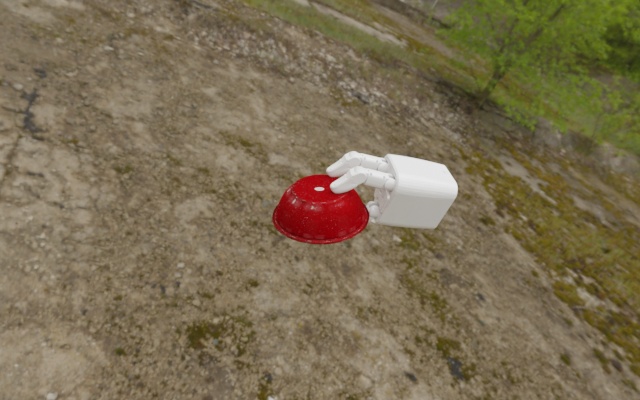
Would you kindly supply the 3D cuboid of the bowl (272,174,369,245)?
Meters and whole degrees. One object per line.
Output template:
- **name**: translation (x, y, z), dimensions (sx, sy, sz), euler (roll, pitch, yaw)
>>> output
- **bowl**: translation (-0.001, 0.002, 0.777), dimensions (0.162, 0.055, 0.162), euler (-1, 32, 1)
